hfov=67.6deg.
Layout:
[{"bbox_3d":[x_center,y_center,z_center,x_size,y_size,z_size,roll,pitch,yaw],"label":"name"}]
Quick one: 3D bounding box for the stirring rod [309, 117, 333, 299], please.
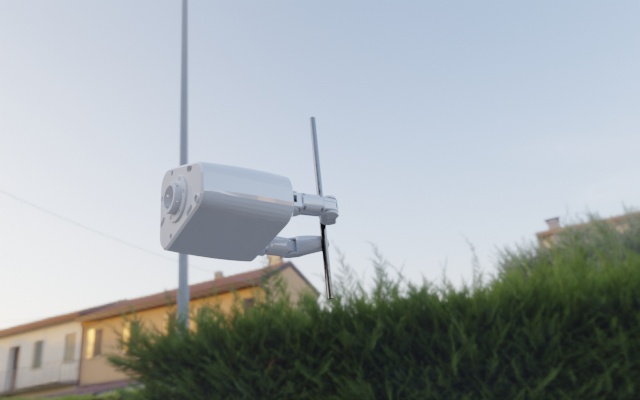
[{"bbox_3d":[0.000,0.002,0.596,0.011,0.239,0.011,-5,-21,-2],"label":"stirring rod"}]
